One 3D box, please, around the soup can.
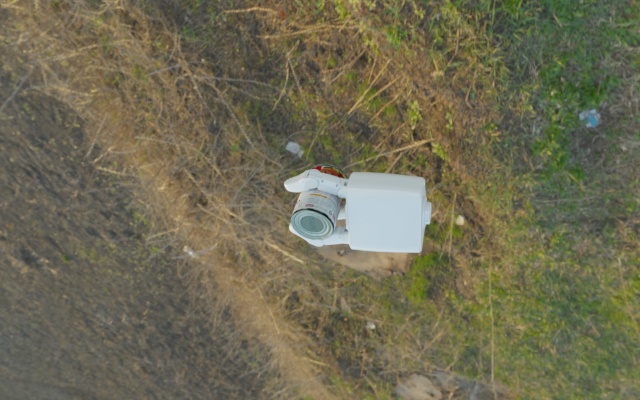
[{"bbox_3d":[0.000,0.002,0.730,0.068,0.069,0.102,0,44,20],"label":"soup can"}]
